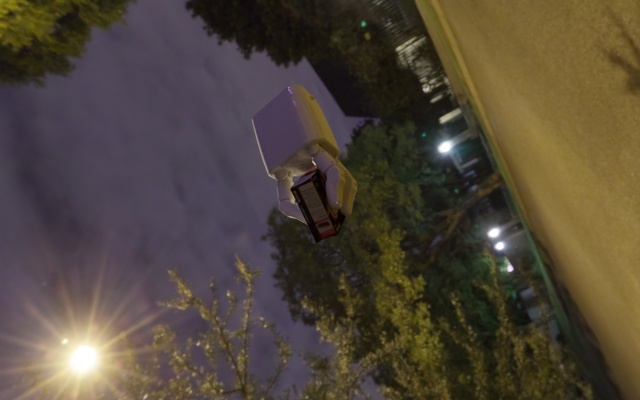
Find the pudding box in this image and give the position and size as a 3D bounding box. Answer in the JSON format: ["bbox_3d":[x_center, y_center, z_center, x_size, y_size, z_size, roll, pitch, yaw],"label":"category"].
[{"bbox_3d":[0.000,0.002,0.706,0.039,0.090,0.113,-24,8,16],"label":"pudding box"}]
